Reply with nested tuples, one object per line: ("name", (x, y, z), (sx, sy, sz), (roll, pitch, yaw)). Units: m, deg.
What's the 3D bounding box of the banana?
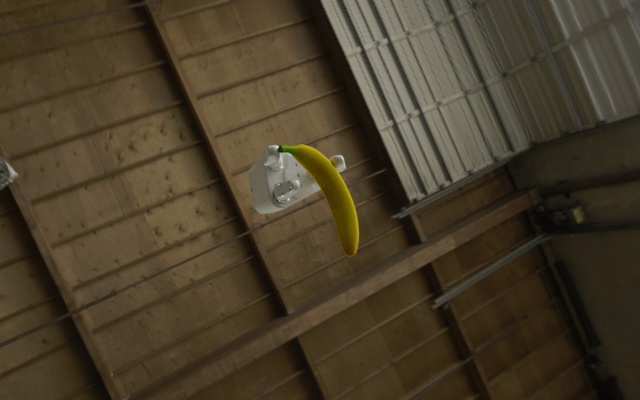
("banana", (0.011, -0.011, 0.724), (0.069, 0.198, 0.037), (-38, 8, -28))
